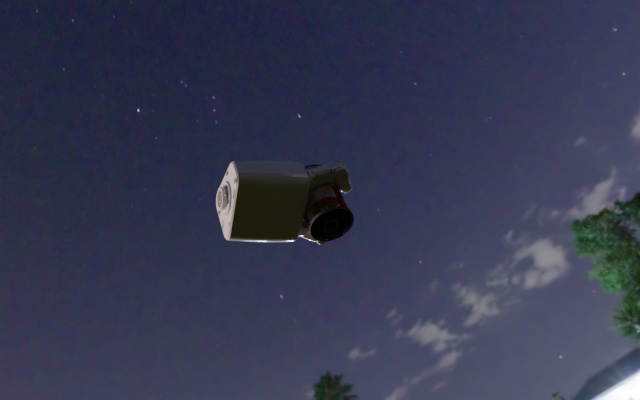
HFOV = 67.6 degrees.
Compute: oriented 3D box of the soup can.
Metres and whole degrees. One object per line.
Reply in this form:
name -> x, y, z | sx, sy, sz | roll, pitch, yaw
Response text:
soup can -> 0.000, 0.002, 0.720 | 0.068, 0.068, 0.102 | 0, 42, -26
